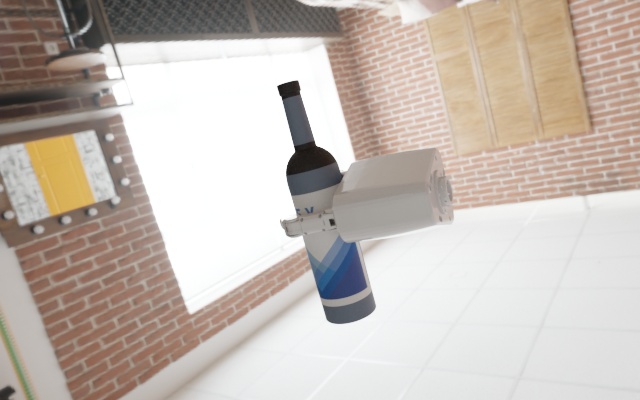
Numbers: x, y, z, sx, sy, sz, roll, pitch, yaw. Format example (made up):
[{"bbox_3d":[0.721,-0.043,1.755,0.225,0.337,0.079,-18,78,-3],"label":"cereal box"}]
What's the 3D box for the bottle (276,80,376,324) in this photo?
[{"bbox_3d":[0.000,0.002,0.583,0.069,0.296,0.069,-15,9,2],"label":"bottle"}]
